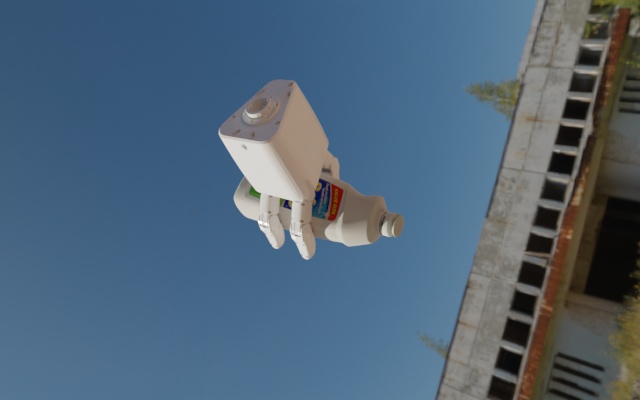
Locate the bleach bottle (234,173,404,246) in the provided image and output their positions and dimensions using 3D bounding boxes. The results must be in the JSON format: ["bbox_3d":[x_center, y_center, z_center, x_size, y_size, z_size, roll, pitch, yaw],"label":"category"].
[{"bbox_3d":[0.000,0.002,0.668,0.251,0.102,0.068,13,-30,34],"label":"bleach bottle"}]
